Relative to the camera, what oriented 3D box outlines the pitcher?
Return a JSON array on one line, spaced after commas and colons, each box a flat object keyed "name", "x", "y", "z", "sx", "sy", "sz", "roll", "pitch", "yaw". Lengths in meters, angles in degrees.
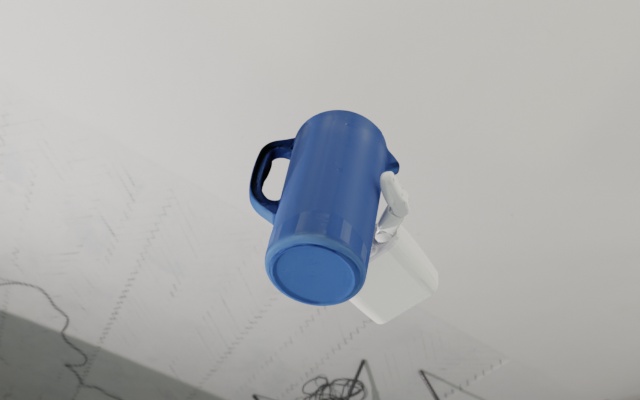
[{"name": "pitcher", "x": 0.000, "y": 0.002, "z": 0.583, "sx": 0.149, "sy": 0.145, "sz": 0.242, "roll": -28, "pitch": 28, "yaw": 29}]
